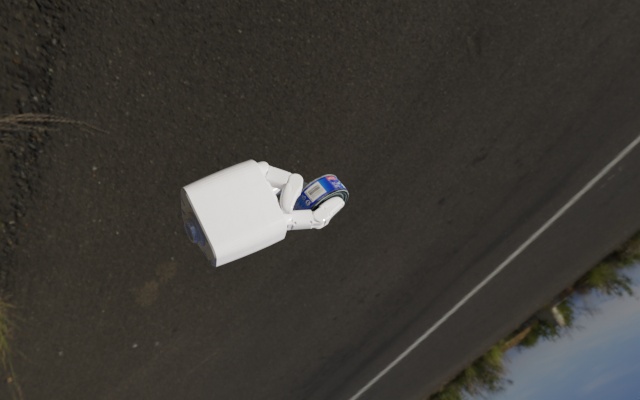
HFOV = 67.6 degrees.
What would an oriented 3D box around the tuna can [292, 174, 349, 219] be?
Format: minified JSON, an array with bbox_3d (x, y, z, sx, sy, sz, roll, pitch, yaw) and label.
[{"bbox_3d":[0.001,0.003,0.719,0.086,0.033,0.086,-32,-25,-17],"label":"tuna can"}]
